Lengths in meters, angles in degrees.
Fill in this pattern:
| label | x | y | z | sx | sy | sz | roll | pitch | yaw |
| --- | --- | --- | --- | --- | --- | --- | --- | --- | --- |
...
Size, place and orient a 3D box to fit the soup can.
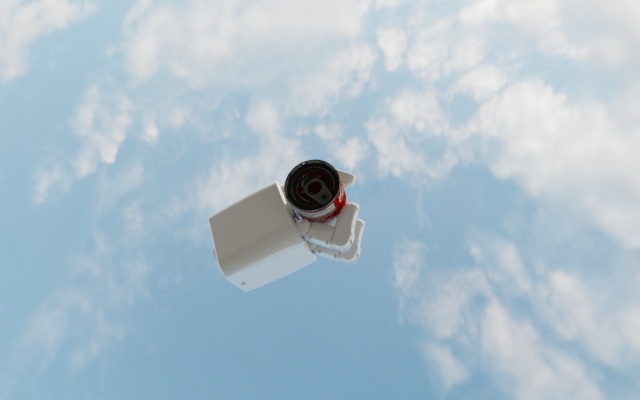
| label | x | y | z | sx | sy | sz | roll | pitch | yaw |
| --- | --- | --- | --- | --- | --- | --- | --- | --- | --- |
| soup can | 0.001 | 0.002 | 0.605 | 0.068 | 0.068 | 0.102 | 0 | -24 | 13 |
